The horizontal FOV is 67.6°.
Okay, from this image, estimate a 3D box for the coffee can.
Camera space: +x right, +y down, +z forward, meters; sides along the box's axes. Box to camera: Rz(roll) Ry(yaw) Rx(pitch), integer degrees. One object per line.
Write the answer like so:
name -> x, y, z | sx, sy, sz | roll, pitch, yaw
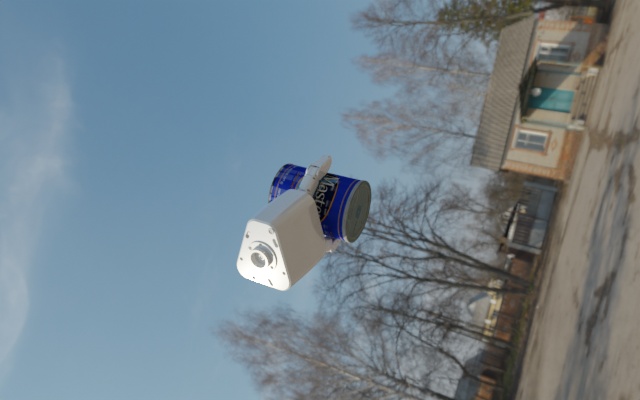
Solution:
coffee can -> 0.000, 0.002, 0.788 | 0.140, 0.103, 0.103 | 15, 6, 23
